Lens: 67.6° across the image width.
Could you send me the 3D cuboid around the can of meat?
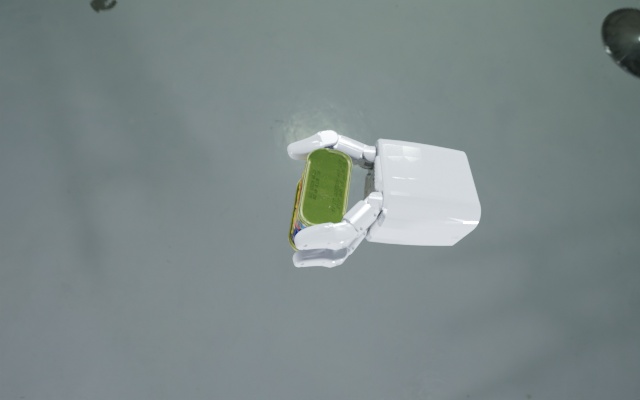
[{"bbox_3d":[0.000,0.002,0.544,0.057,0.102,0.084,11,-24,-5],"label":"can of meat"}]
